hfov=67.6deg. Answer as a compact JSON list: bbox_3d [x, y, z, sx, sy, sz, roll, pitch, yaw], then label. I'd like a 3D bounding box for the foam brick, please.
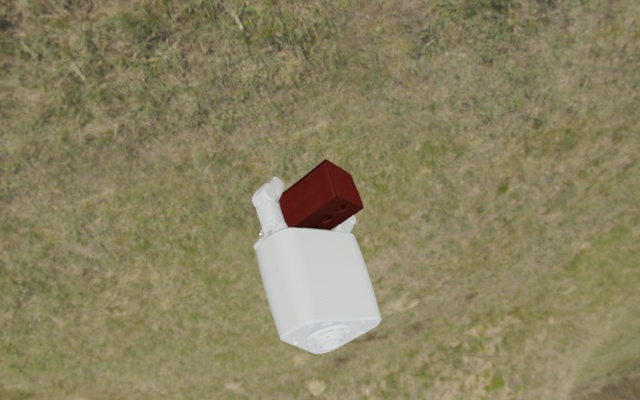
[{"bbox_3d":[0.000,0.002,0.545,0.078,0.051,0.053,-37,-37,26],"label":"foam brick"}]
